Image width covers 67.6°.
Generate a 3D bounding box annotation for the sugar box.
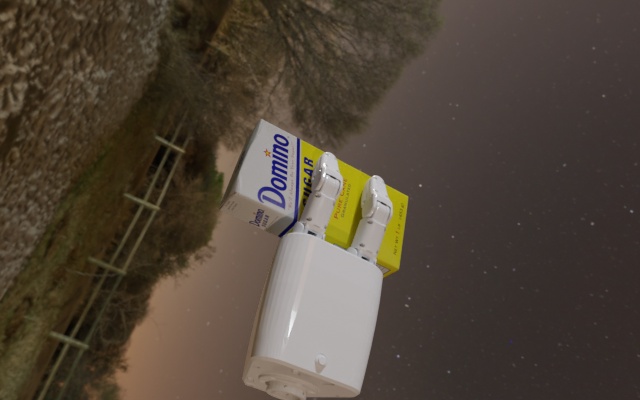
[{"bbox_3d":[0.000,0.001,0.468,0.176,0.093,0.048,27,-37,-19],"label":"sugar box"}]
